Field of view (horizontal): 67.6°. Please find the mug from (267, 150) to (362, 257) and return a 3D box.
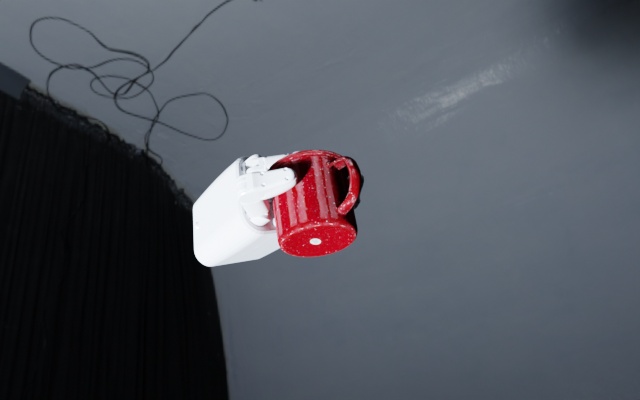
[{"bbox_3d":[0.001,0.001,0.487,0.093,0.081,0.117,16,-38,-39],"label":"mug"}]
